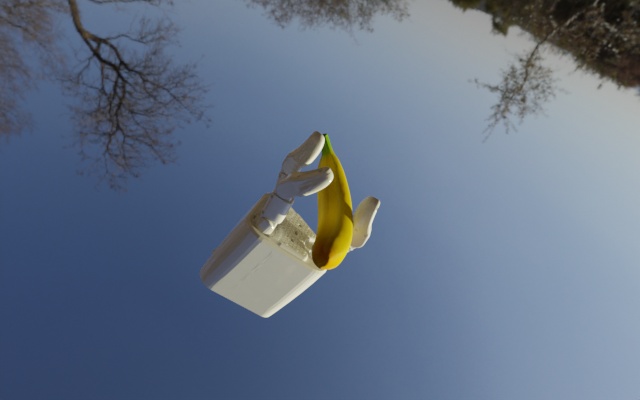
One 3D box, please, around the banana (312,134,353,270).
[{"bbox_3d":[0.009,0.011,0.514,0.037,0.197,0.070,-24,-52,19],"label":"banana"}]
